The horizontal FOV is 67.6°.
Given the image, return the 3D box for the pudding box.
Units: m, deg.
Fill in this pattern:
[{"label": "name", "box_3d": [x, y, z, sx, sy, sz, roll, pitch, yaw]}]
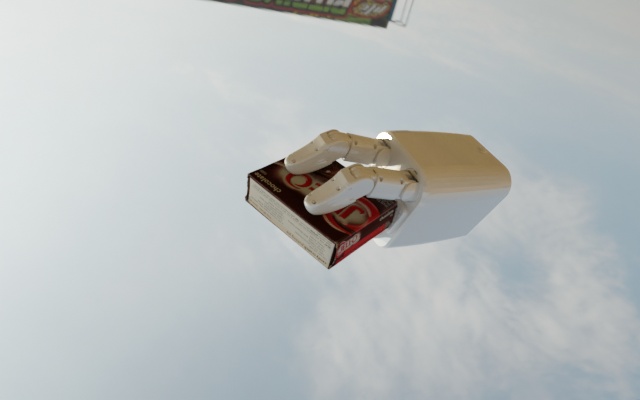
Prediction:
[{"label": "pudding box", "box_3d": [0.000, 0.002, 0.444, 0.113, 0.039, 0.090, 35, 42, 26]}]
